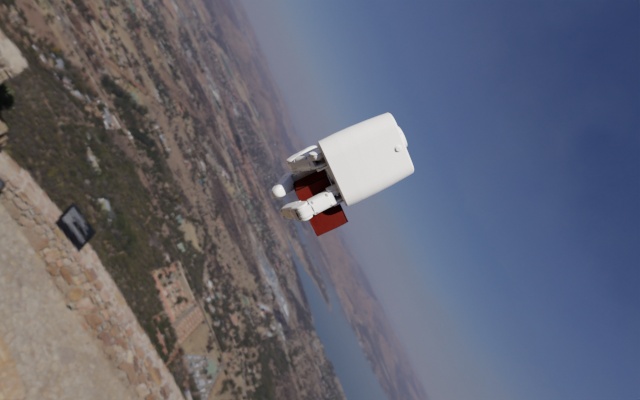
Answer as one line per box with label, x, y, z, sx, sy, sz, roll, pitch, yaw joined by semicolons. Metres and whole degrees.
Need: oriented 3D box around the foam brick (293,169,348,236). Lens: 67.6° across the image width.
foam brick;0.000;0.003;0.692;0.051;0.078;0.053;-25;18;1
